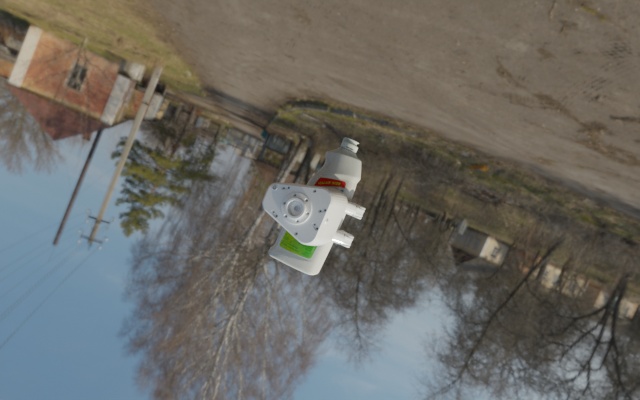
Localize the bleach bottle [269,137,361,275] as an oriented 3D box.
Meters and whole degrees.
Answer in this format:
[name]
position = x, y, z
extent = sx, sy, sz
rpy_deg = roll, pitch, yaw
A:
[bleach bottle]
position = 0.000, 0.003, 0.871
extent = 0.102, 0.251, 0.068
rpy_deg = 24, 3, 15
